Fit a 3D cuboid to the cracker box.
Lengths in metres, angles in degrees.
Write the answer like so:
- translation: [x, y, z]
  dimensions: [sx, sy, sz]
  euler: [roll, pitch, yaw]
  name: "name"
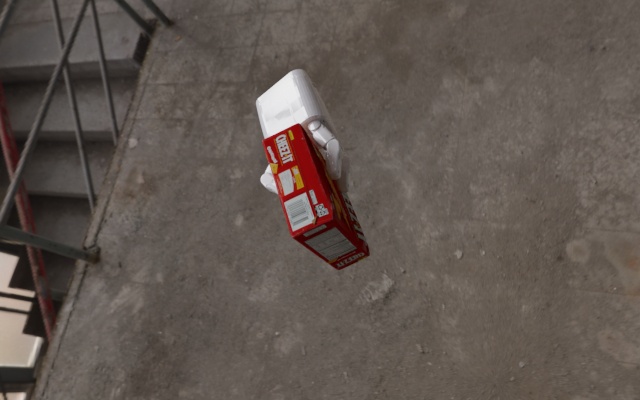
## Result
- translation: [0.000, 0.002, 0.749]
  dimensions: [0.072, 0.164, 0.214]
  euler: [-24, -26, 10]
  name: "cracker box"
